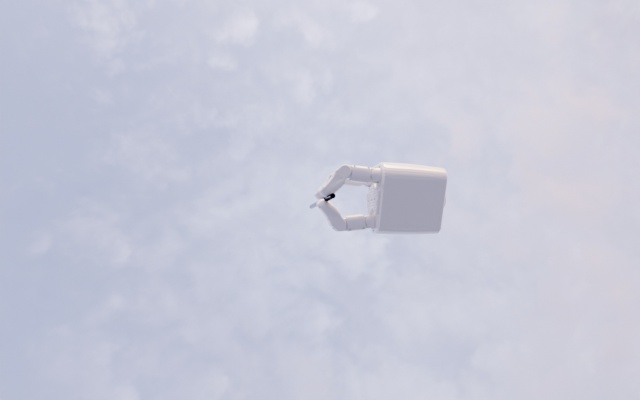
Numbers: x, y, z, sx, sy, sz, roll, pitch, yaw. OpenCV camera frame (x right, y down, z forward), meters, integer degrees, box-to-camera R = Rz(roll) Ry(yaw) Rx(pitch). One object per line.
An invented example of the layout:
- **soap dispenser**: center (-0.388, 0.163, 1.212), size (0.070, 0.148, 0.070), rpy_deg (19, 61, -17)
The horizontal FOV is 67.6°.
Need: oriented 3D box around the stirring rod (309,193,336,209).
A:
- **stirring rod**: center (0.000, 0.003, 0.804), size (0.011, 0.011, 0.239), rpy_deg (0, -4, -8)
